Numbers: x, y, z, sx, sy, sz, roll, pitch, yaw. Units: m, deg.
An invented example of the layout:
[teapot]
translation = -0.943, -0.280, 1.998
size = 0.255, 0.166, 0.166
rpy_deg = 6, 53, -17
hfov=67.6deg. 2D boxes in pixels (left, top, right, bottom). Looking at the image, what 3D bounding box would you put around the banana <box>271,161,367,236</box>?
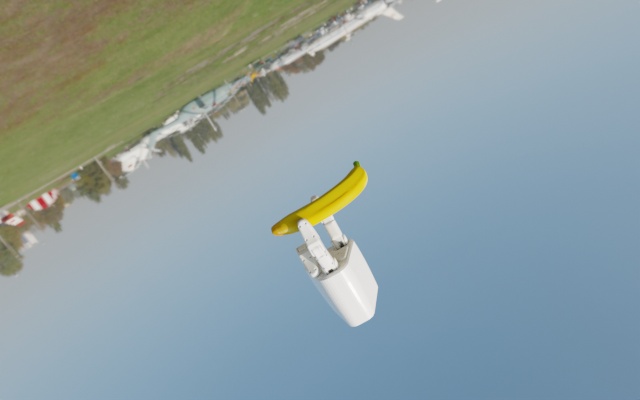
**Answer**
[banana]
translation = 0.011, 0.001, 0.772
size = 0.197, 0.037, 0.069
rpy_deg = -37, 17, -19
